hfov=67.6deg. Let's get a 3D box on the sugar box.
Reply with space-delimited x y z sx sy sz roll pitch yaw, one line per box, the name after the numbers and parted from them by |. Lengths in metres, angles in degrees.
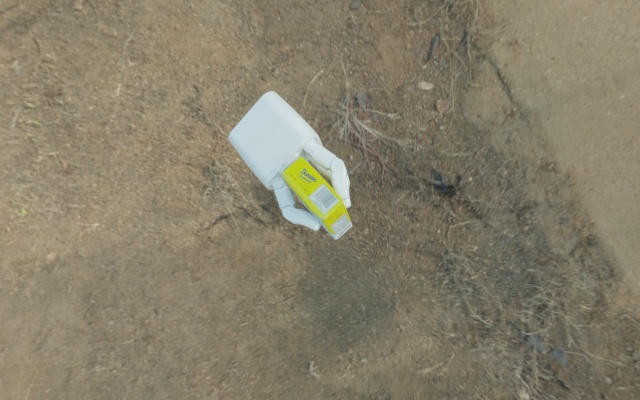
0.000 0.002 0.739 0.048 0.093 0.176 -42 -15 -1 | sugar box
